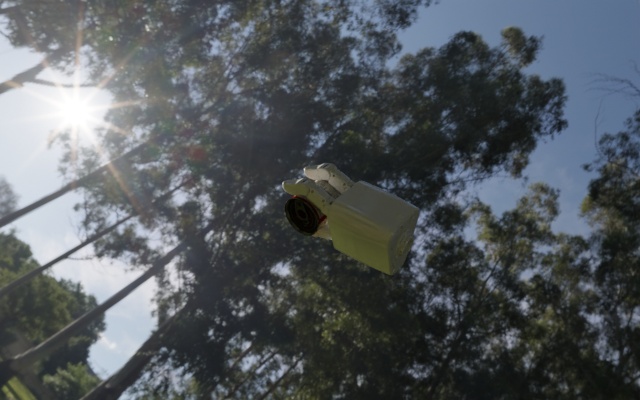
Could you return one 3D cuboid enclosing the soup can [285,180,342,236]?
[{"bbox_3d":[0.000,0.002,0.780,0.068,0.068,0.102,0,28,44],"label":"soup can"}]
